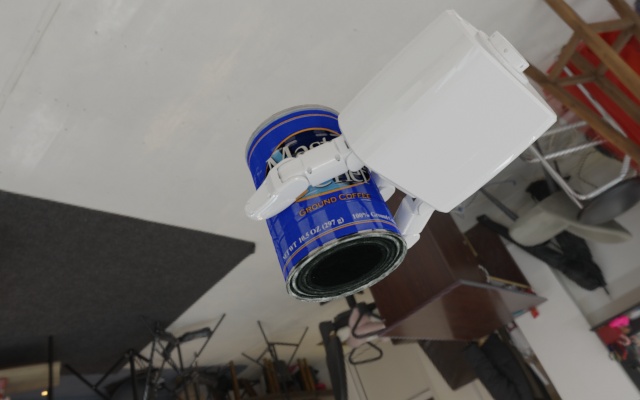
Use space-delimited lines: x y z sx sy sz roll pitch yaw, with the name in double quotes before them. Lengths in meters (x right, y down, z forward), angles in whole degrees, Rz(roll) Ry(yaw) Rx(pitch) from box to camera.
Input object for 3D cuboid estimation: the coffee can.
"coffee can" 0.000 0.001 0.417 0.103 0.140 0.103 -15 -34 -10
